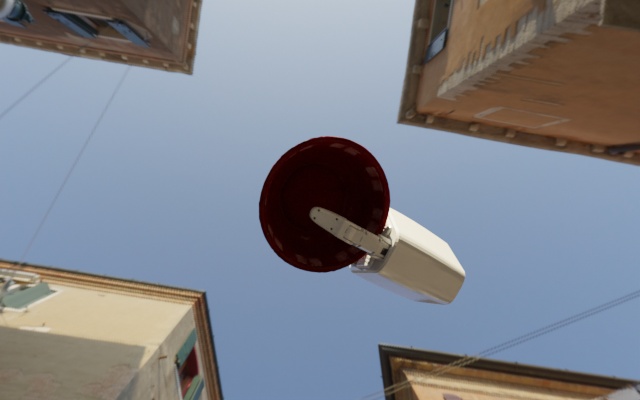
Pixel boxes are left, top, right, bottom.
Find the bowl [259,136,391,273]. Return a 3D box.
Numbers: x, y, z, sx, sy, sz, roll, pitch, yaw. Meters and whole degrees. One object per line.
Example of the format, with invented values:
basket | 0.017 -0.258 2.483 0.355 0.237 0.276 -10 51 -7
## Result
bowl | -0.001 0.001 0.576 0.162 0.162 0.055 0 12 -19
